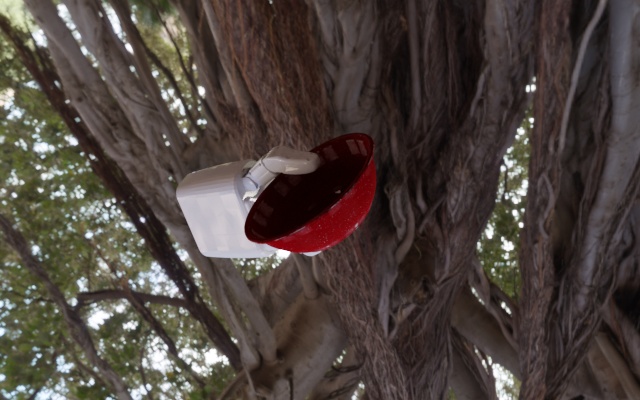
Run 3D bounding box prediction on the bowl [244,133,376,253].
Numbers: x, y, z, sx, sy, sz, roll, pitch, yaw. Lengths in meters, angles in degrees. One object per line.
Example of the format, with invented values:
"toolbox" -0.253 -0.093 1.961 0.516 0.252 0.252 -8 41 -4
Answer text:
"bowl" 0.001 0.002 0.495 0.162 0.055 0.162 -32 24 16
